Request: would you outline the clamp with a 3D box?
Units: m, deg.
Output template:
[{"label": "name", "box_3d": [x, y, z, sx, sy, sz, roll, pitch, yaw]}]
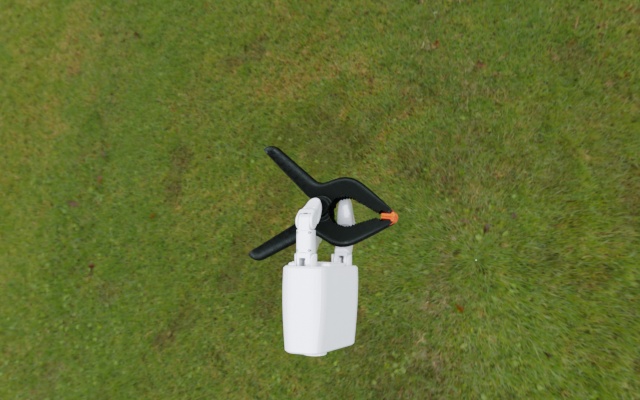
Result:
[{"label": "clamp", "box_3d": [0.000, 0.002, 0.657, 0.210, 0.164, 0.036, -1, -6, 18]}]
